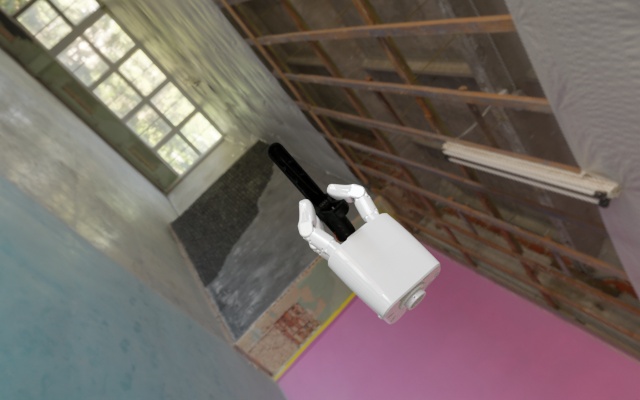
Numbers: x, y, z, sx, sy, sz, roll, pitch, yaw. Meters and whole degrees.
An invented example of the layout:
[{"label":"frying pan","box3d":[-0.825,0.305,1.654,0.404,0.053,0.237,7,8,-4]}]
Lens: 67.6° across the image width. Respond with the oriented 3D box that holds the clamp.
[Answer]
[{"label":"clamp","box3d":[0.001,0.002,0.725,0.164,0.036,0.210,44,-7,27]}]
